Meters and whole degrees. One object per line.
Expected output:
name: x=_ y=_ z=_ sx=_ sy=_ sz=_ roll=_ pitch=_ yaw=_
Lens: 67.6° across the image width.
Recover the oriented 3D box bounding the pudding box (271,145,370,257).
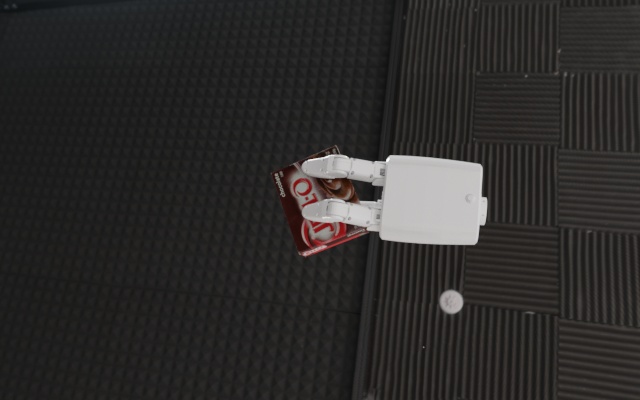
pudding box: x=0.000 y=0.002 z=0.588 sx=0.090 sy=0.113 sz=0.039 roll=-22 pitch=-20 yaw=5
